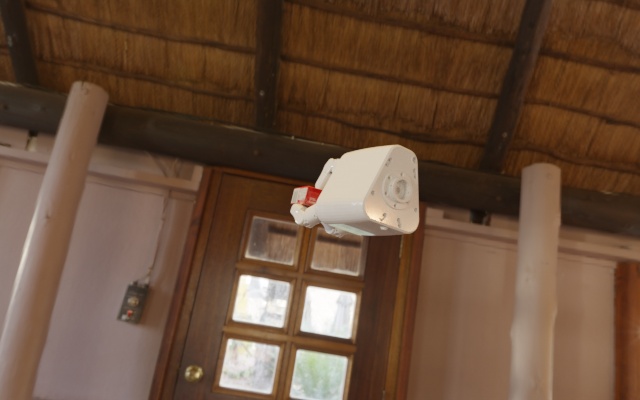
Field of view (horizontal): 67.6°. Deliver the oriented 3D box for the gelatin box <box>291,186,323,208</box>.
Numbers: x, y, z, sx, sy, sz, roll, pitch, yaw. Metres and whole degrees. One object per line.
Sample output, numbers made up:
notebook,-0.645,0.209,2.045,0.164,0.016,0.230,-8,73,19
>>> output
gelatin box,0.000,0.002,0.751,0.073,0.030,0.089,16,-6,-16
